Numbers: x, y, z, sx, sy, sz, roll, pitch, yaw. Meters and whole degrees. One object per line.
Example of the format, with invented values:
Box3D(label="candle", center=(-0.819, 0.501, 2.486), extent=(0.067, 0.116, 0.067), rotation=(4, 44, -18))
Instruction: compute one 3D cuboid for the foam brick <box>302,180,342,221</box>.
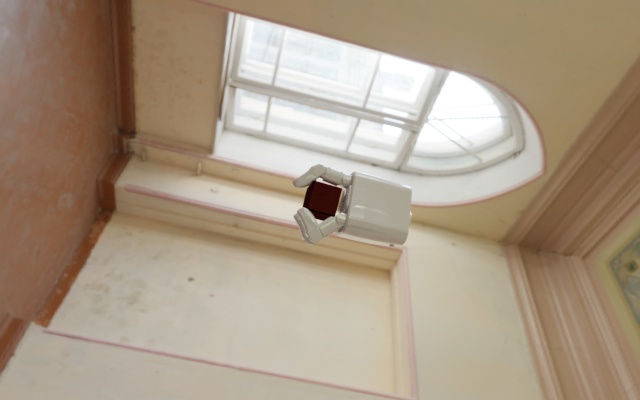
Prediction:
Box3D(label="foam brick", center=(0.000, 0.003, 0.818), extent=(0.051, 0.053, 0.078), rotation=(15, -10, -7))
